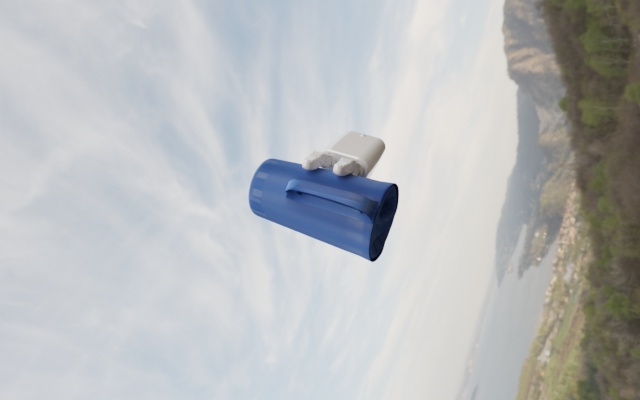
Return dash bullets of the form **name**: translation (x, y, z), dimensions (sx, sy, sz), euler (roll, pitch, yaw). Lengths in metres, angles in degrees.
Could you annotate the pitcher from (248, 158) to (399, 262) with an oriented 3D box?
- **pitcher**: translation (0.000, 0.003, 0.808), dimensions (0.243, 0.149, 0.145), euler (16, 35, 21)
